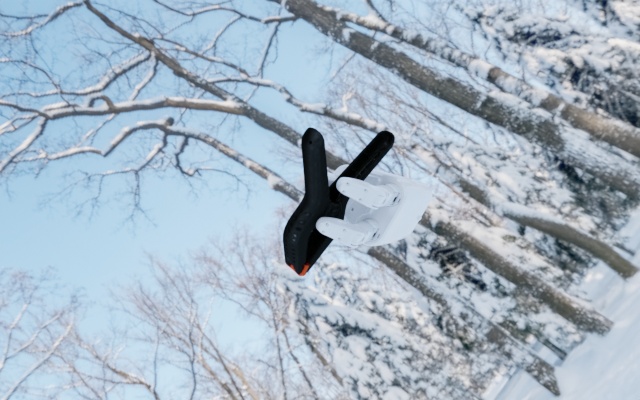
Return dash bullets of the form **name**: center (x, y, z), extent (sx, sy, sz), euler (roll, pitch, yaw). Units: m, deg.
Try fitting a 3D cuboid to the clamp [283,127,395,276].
- **clamp**: center (-0.001, 0.002, 0.573), extent (0.036, 0.210, 0.164), euler (38, 20, 30)
